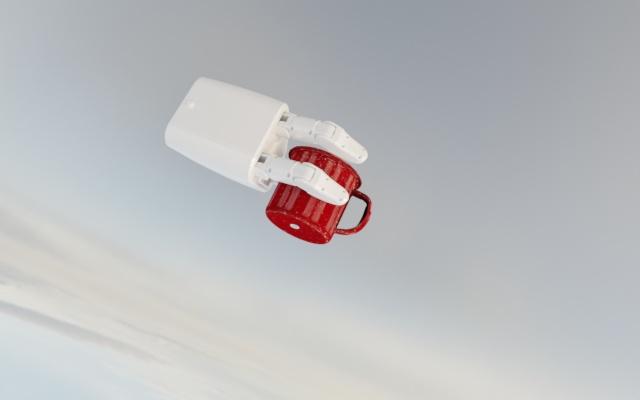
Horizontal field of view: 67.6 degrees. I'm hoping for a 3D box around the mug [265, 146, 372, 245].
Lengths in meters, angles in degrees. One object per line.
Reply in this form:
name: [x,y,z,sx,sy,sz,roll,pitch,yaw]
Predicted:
mug: [0.001,0.003,0.541,0.117,0.081,0.093,22,-20,9]
